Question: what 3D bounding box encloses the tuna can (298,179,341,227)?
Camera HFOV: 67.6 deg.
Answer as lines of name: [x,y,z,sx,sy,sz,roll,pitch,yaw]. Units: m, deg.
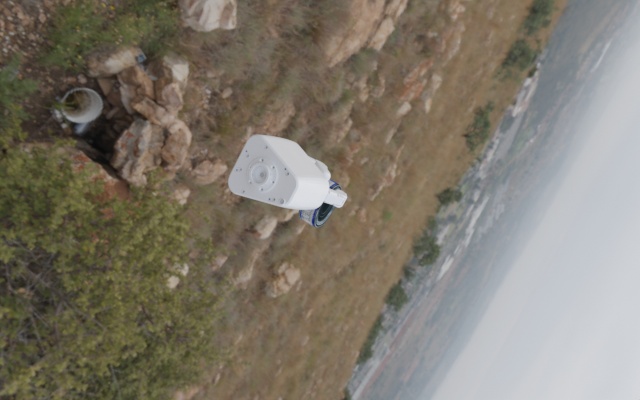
tuna can: [0.001,0.003,0.824,0.033,0.086,0.086,29,10,18]
